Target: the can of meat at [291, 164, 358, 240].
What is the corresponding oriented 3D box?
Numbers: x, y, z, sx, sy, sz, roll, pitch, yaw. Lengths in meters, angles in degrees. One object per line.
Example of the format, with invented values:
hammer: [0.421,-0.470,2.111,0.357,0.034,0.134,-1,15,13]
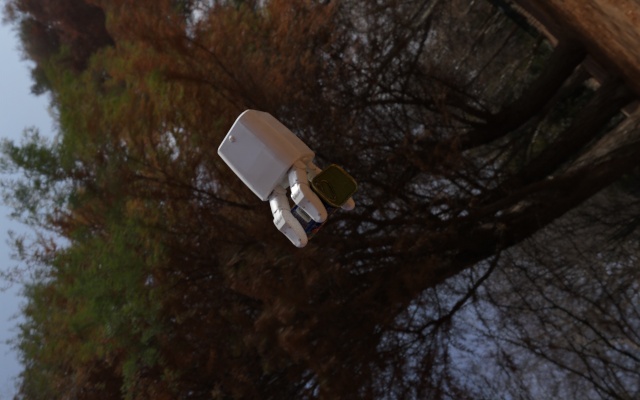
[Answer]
can of meat: [0.000,0.003,0.717,0.084,0.057,0.102,-49,-3,31]
